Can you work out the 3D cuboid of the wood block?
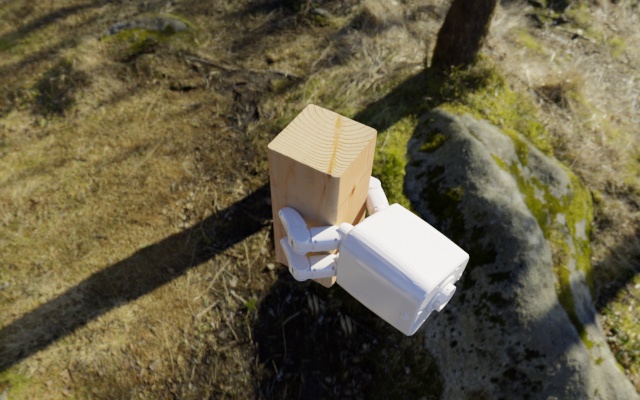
[{"bbox_3d":[0.001,0.002,0.585,0.090,0.206,0.090,25,52,19],"label":"wood block"}]
